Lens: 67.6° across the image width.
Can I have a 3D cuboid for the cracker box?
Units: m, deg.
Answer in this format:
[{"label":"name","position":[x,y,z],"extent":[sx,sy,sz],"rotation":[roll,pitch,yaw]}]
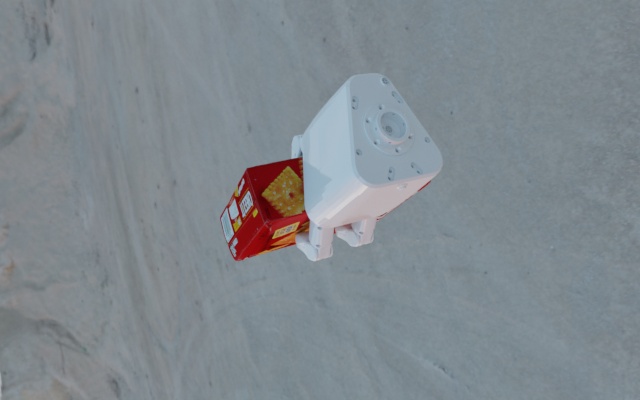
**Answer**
[{"label":"cracker box","position":[0.000,0.002,0.583],"extent":[0.213,0.072,0.164],"rotation":[-13,-15,-26]}]
